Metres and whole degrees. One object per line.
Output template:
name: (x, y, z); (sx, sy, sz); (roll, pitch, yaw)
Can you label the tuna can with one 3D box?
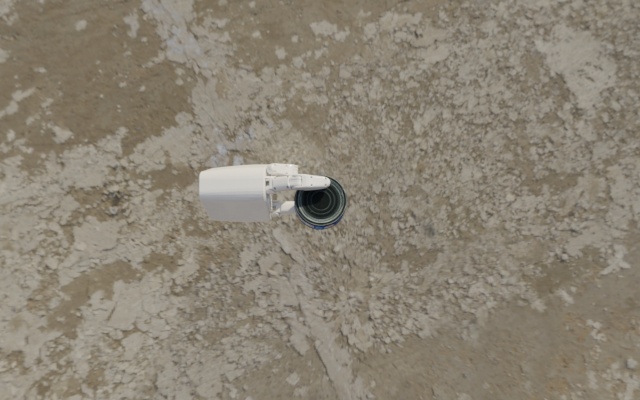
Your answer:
tuna can: (0.000, 0.002, 0.769); (0.086, 0.086, 0.034); (0, -12, -2)
